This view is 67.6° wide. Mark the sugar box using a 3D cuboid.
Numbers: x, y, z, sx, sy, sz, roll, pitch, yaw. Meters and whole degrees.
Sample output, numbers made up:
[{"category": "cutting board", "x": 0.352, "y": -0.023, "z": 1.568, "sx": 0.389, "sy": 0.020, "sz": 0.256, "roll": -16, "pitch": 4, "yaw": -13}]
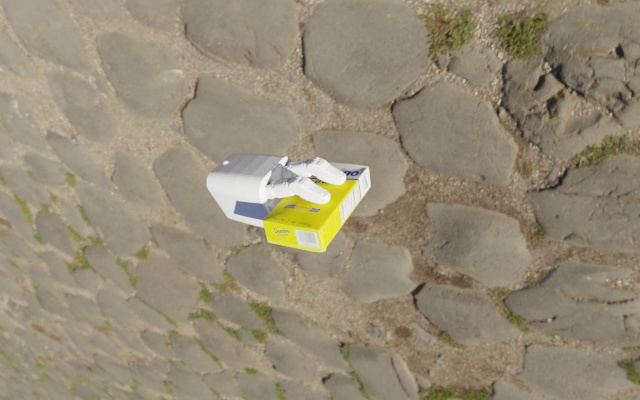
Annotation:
[{"category": "sugar box", "x": 0.000, "y": 0.002, "z": 0.714, "sx": 0.093, "sy": 0.048, "sz": 0.176, "roll": 9, "pitch": 39, "yaw": 26}]
